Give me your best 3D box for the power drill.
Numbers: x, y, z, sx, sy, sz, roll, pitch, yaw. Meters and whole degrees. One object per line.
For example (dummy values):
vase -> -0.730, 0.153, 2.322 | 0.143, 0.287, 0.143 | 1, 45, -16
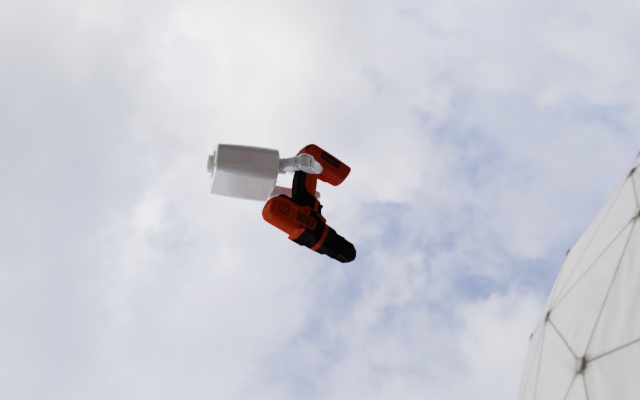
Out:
power drill -> 0.000, 0.002, 0.849 | 0.184, 0.187, 0.057 | 33, -42, -20
